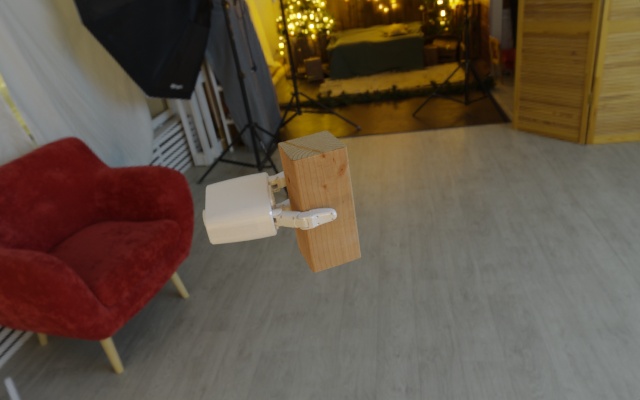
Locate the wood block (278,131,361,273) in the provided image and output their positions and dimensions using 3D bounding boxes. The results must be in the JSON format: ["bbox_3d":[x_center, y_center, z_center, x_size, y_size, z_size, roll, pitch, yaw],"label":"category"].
[{"bbox_3d":[0.000,0.003,0.795,0.090,0.206,0.090,-16,28,-13],"label":"wood block"}]
